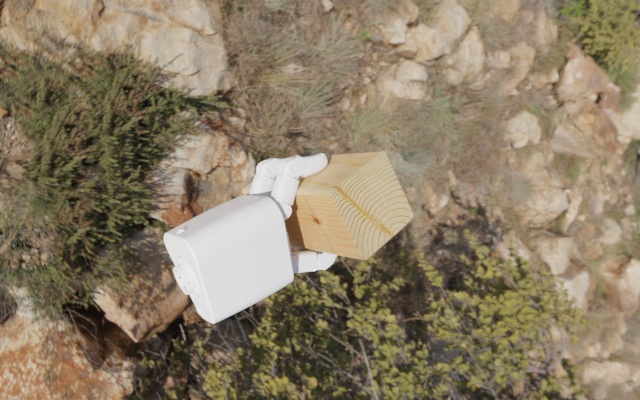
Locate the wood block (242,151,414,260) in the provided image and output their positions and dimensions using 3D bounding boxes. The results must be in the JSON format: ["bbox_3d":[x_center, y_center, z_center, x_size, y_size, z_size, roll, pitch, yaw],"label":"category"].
[{"bbox_3d":[0.000,0.002,0.596,0.090,0.091,0.206,-38,22,-27],"label":"wood block"}]
